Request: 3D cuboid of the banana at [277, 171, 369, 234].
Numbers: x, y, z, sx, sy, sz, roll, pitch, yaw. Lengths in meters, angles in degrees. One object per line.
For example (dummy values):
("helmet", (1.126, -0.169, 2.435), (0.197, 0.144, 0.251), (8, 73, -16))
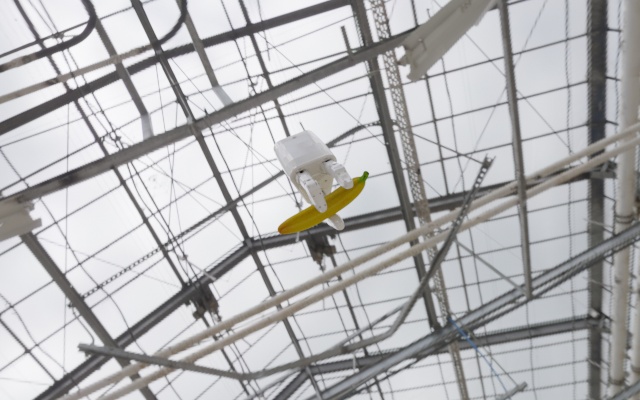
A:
("banana", (0.009, 0.007, 0.893), (0.198, 0.037, 0.070), (-35, -28, 6))
